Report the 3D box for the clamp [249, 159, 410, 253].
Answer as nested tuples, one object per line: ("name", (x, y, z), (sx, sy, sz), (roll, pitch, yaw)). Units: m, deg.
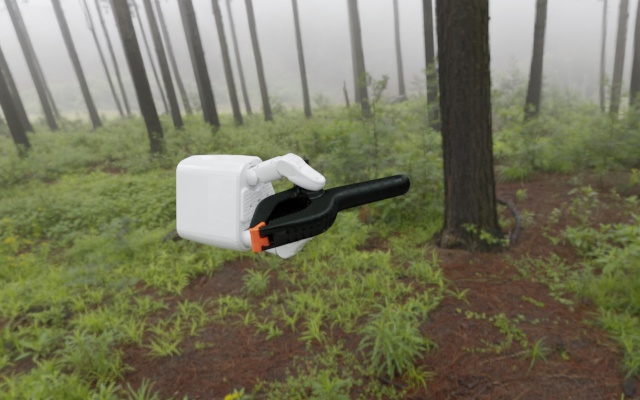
("clamp", (0.000, 0.001, 0.554), (0.164, 0.036, 0.210), (7, 27, 27))
